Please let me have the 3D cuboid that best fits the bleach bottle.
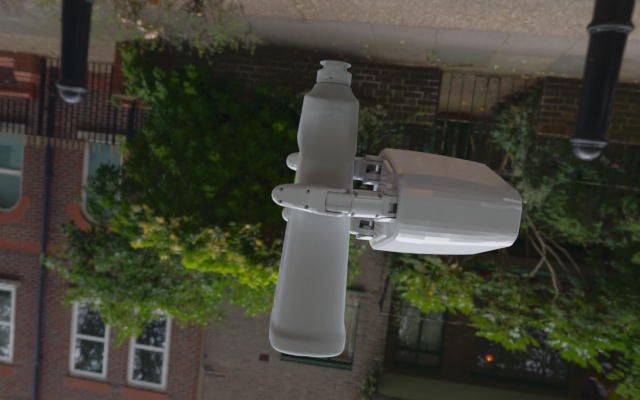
[{"bbox_3d":[0.000,0.001,0.433,0.068,0.251,0.102,6,5,-5],"label":"bleach bottle"}]
